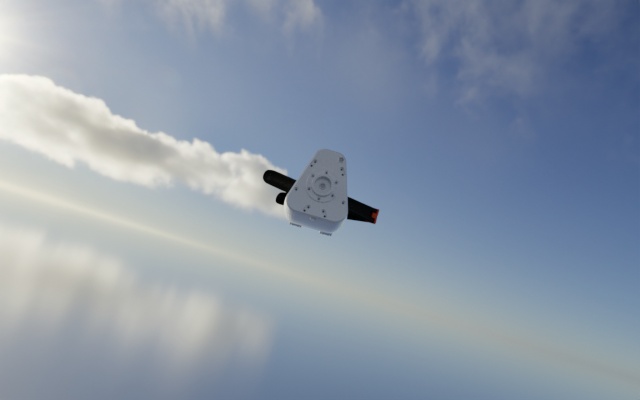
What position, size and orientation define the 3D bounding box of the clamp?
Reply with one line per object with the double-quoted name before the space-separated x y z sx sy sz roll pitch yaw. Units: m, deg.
"clamp" 0.001 0.002 0.871 0.210 0.036 0.164 17 -12 0
